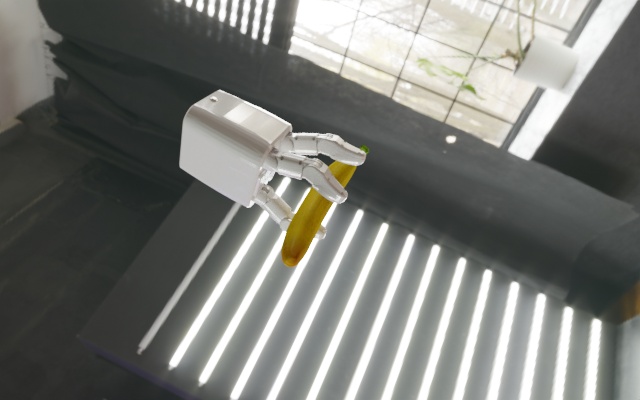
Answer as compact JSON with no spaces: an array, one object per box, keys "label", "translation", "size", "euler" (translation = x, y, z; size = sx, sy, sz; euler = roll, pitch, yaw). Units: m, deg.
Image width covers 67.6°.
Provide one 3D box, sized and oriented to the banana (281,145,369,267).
[{"label":"banana","translation":[-0.004,0.007,0.587],"size":[0.037,0.197,0.070],"euler":[33,-32,-3]}]
